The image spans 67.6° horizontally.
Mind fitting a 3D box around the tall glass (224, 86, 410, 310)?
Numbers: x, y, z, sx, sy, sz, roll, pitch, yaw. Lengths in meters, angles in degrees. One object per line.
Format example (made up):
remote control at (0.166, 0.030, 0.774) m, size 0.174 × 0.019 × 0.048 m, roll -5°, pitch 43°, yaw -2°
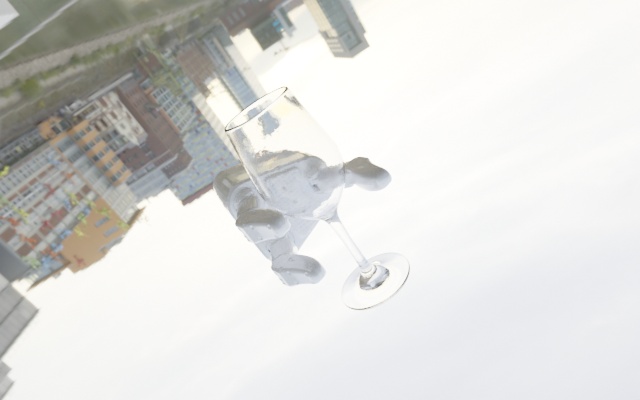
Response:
tall glass at (0.001, 0.002, 0.421) m, size 0.079 × 0.201 × 0.079 m, roll -29°, pitch 24°, yaw 14°
